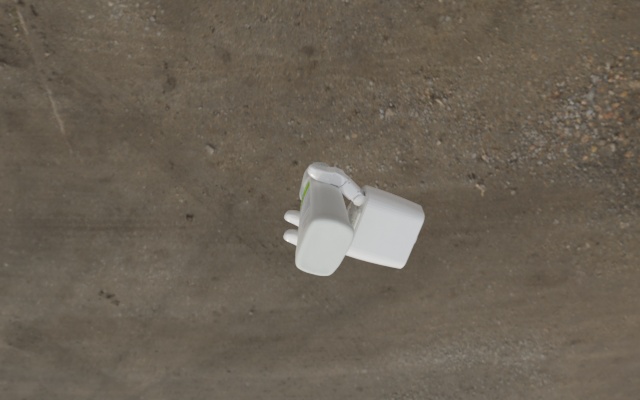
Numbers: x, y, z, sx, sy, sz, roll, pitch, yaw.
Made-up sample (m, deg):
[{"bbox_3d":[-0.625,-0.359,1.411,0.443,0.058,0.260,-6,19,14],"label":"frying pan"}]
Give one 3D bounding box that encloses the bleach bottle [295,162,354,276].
[{"bbox_3d":[0.000,0.003,0.765,0.068,0.103,0.250,17,30,-12],"label":"bleach bottle"}]
